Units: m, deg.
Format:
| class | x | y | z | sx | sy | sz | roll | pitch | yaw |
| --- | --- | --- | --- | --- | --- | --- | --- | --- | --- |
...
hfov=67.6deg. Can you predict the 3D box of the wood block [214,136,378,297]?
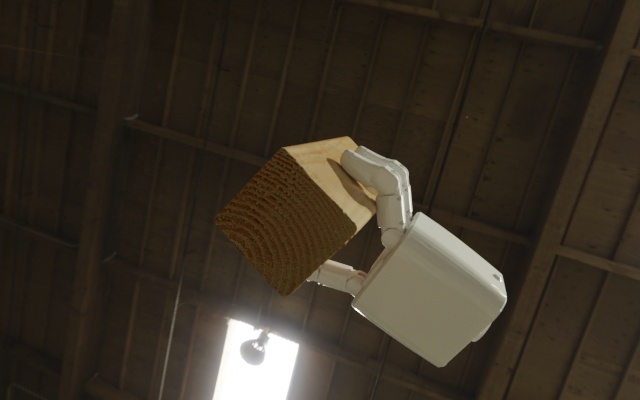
| class | x | y | z | sx | sy | sz | roll | pitch | yaw |
| --- | --- | --- | --- | --- | --- | --- | --- | --- | --- |
| wood block | 0.000 | 0.002 | 0.471 | 0.091 | 0.090 | 0.206 | -45 | -5 | 19 |
